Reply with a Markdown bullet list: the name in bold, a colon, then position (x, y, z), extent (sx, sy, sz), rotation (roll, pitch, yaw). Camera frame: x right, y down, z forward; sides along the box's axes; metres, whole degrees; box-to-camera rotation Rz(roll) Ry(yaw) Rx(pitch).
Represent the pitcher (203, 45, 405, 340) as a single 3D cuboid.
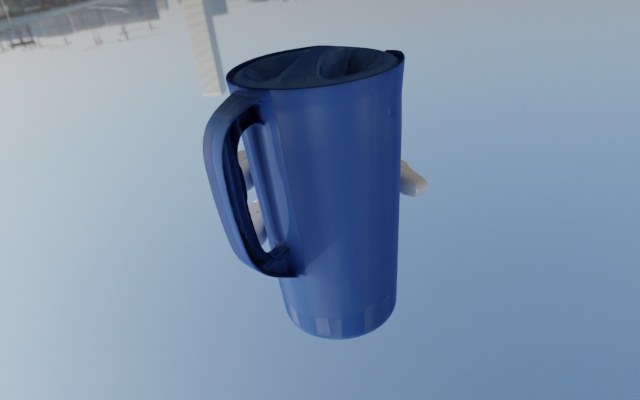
- **pitcher**: position (0.000, 0.001, 0.404), extent (0.149, 0.243, 0.145), rotation (-7, 28, -1)
